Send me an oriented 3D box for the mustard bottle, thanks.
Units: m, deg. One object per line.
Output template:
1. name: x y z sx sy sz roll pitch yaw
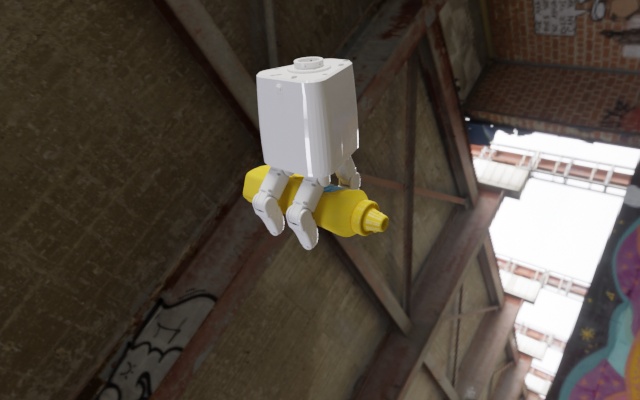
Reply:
1. mustard bottle: 0.000 0.002 0.593 0.191 0.058 0.096 18 10 37
